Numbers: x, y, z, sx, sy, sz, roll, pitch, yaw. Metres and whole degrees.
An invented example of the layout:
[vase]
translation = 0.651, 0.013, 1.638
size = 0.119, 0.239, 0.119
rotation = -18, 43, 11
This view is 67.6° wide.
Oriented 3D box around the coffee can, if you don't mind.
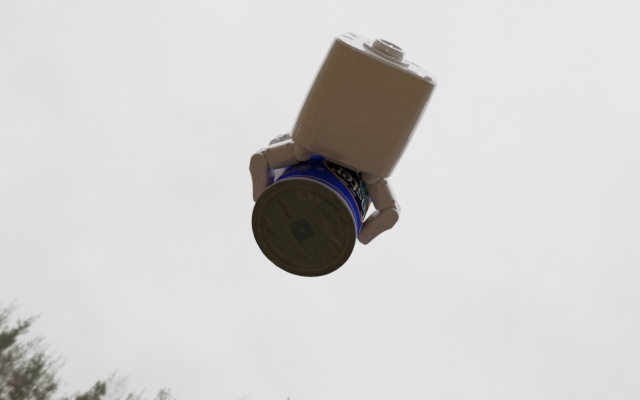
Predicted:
[coffee can]
translation = 0.000, 0.002, 0.508
size = 0.103, 0.103, 0.140
rotation = 0, 23, 16
